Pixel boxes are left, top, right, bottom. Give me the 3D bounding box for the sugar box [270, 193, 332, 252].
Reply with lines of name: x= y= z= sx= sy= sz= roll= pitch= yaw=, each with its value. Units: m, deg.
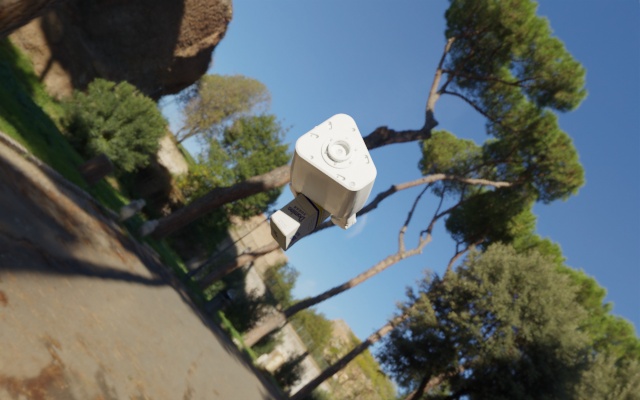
sugar box: x=0.000 y=0.002 z=0.756 sx=0.176 sy=0.048 sz=0.093 roll=-35 pitch=-14 yaw=-17
